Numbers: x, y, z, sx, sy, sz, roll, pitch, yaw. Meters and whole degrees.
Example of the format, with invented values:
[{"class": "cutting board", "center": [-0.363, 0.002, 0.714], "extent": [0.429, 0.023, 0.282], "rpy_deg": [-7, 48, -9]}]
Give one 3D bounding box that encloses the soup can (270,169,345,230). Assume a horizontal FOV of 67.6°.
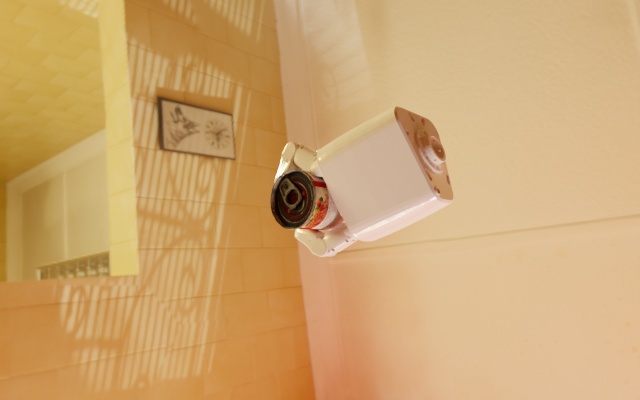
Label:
[{"class": "soup can", "center": [0.000, 0.002, 0.569], "extent": [0.068, 0.068, 0.102], "rpy_deg": [0, -4, 40]}]
